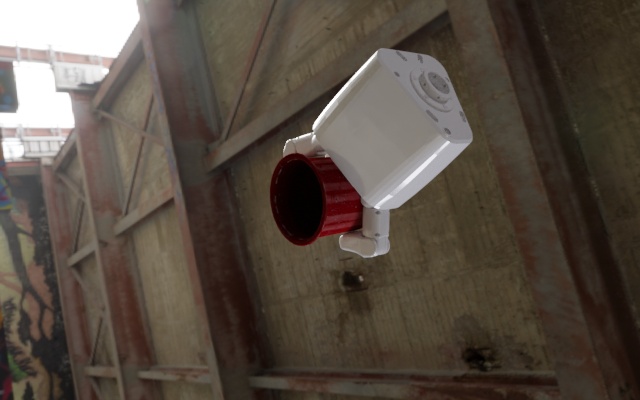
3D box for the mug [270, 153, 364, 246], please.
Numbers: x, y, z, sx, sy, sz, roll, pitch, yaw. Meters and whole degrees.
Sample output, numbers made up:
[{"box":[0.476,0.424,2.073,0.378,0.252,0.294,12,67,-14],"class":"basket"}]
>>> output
[{"box":[0.000,0.002,0.508,0.081,0.093,0.117,-7,-26,-39],"class":"mug"}]
